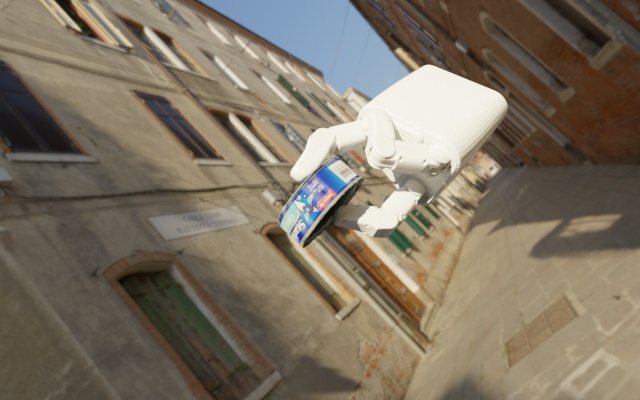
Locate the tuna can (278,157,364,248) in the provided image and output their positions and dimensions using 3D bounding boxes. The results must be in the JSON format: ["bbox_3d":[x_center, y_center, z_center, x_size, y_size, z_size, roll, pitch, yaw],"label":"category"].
[{"bbox_3d":[0.000,0.001,0.446,0.034,0.086,0.086,41,7,9],"label":"tuna can"}]
